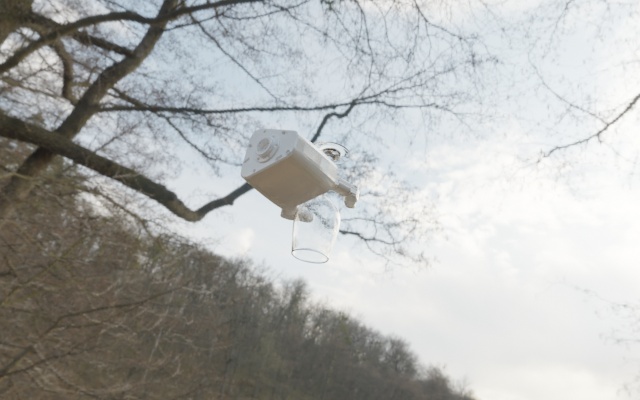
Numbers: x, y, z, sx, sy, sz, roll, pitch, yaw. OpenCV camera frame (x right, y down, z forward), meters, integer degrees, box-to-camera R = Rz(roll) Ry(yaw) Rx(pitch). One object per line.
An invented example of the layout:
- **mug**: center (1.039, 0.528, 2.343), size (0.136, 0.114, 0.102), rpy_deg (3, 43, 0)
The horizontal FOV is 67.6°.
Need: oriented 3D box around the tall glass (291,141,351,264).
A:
- **tall glass**: center (0.000, 0.002, 0.811), size (0.079, 0.201, 0.079), rpy_deg (9, -26, 4)
